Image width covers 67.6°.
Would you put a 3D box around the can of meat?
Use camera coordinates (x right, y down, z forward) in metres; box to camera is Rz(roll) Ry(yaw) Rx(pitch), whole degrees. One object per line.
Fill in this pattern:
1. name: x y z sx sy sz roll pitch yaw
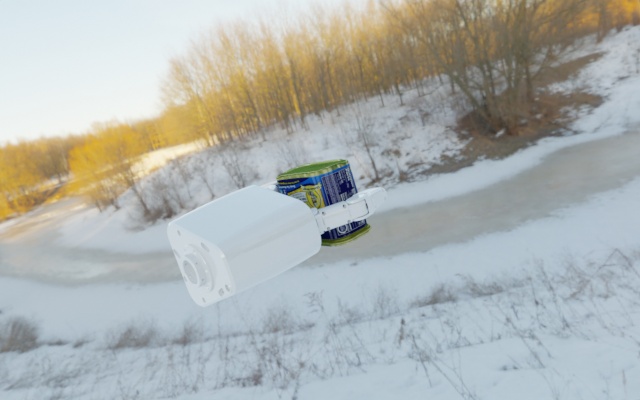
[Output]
1. can of meat: 0.000 0.001 0.542 0.057 0.084 0.102 -25 14 -35
